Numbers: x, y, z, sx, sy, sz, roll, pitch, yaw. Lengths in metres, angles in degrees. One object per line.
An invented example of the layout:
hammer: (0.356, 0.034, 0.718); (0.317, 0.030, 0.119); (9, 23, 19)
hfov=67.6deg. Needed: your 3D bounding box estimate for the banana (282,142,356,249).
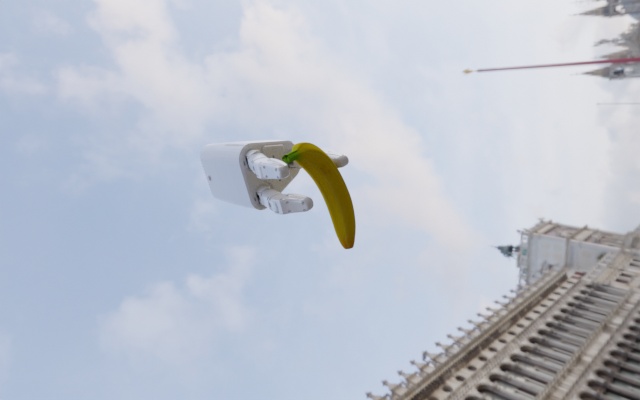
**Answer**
banana: (0.007, -0.014, 0.649); (0.037, 0.069, 0.198); (6, -35, 40)
